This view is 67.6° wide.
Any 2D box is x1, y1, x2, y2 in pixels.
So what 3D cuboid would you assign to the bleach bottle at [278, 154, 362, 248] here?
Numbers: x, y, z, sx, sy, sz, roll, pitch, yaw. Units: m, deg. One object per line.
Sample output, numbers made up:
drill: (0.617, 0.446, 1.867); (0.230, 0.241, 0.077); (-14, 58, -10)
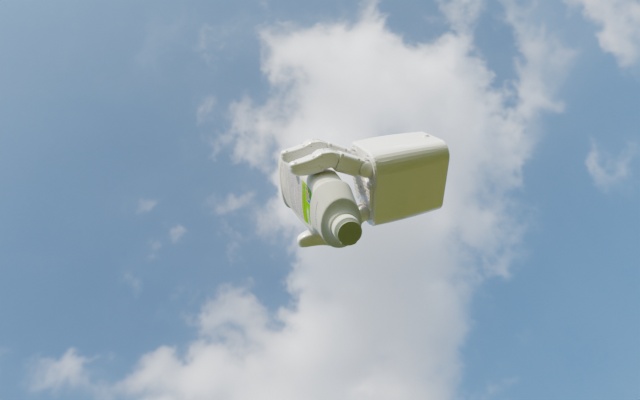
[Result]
bleach bottle: (0.000, 0.002, 0.628); (0.068, 0.103, 0.250); (-12, 22, -12)
